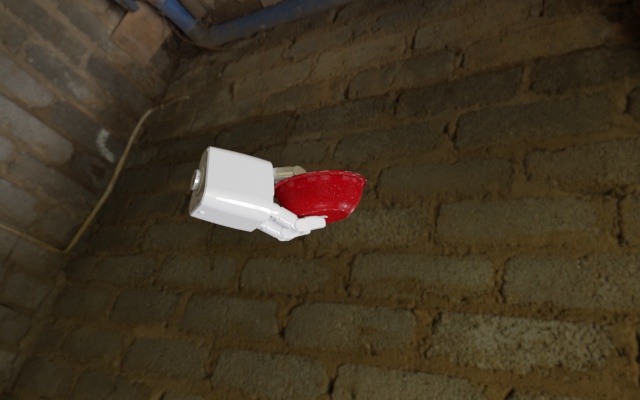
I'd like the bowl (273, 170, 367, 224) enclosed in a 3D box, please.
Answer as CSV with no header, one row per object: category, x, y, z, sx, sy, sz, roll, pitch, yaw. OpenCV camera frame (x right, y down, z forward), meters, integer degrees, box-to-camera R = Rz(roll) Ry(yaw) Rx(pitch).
bowl,0.001,0.003,0.797,0.162,0.055,0.162,-6,-16,-2
